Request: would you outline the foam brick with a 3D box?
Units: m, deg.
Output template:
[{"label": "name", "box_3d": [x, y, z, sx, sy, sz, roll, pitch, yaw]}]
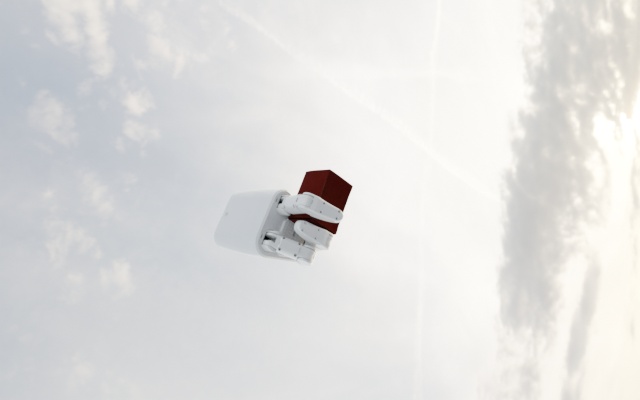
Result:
[{"label": "foam brick", "box_3d": [0.000, 0.002, 0.667, 0.051, 0.078, 0.053, -1, -29, 47]}]
